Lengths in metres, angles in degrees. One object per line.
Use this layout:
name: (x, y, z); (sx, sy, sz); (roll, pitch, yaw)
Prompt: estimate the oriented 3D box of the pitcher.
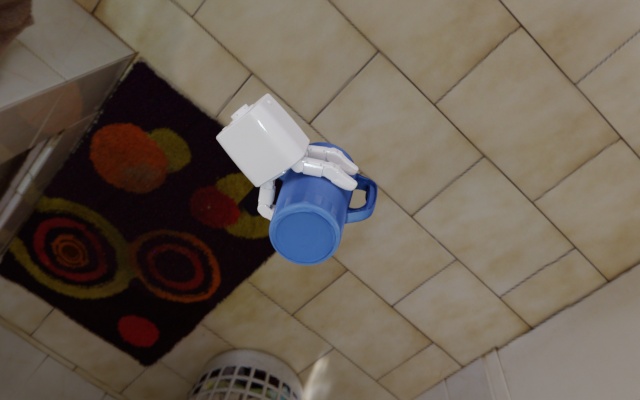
pitcher: (0.000, 0.003, 0.803); (0.149, 0.145, 0.242); (-34, 18, 21)
